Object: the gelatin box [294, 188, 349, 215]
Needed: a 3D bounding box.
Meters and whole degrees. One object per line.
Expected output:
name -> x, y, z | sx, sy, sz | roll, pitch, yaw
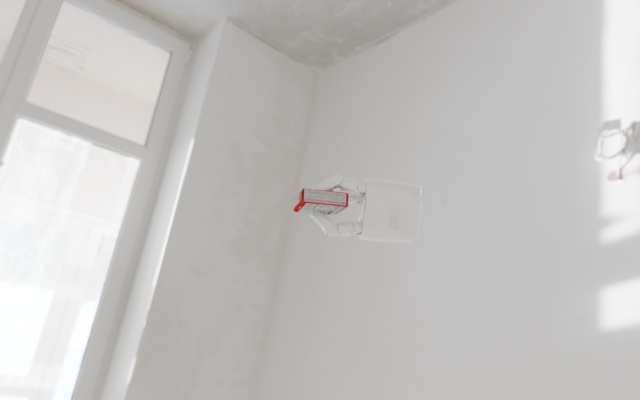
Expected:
gelatin box -> 0.000, 0.003, 0.898 | 0.089, 0.030, 0.073 | 5, -16, -15
